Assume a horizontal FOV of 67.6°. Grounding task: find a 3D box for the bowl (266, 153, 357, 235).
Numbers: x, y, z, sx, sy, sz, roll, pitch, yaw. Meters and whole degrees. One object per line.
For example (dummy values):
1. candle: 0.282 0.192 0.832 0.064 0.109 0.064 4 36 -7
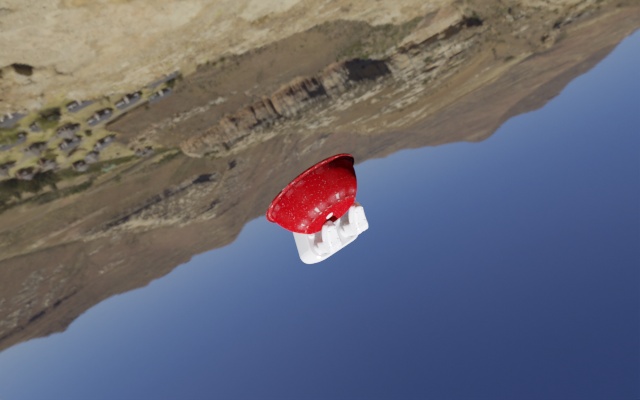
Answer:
1. bowl: 0.000 0.002 0.718 0.162 0.055 0.162 -33 -17 -12
